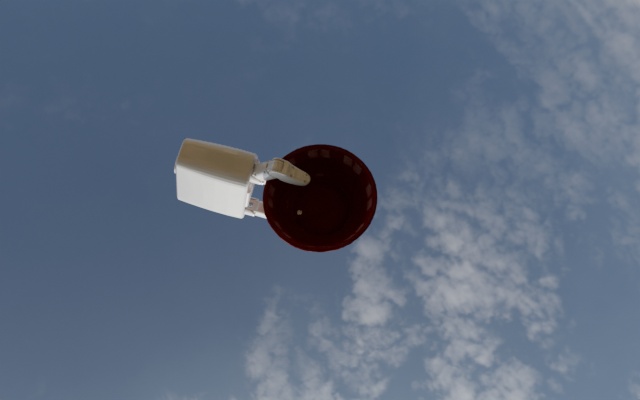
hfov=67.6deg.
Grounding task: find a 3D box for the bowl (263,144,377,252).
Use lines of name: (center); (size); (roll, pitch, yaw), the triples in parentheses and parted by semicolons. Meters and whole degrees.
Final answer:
bowl: (0.001, 0.003, 0.691); (0.162, 0.162, 0.055); (0, -20, 3)
